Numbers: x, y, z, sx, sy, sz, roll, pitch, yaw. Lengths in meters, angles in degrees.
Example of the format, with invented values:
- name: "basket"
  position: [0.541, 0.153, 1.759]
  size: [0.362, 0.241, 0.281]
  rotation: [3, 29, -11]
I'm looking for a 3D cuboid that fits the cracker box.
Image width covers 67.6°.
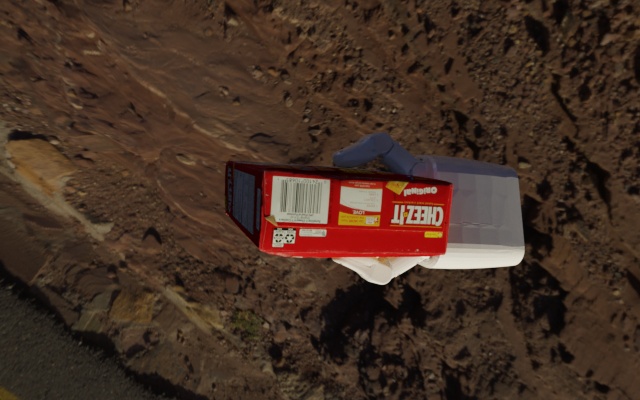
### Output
- name: "cracker box"
  position: [0.000, 0.001, 0.473]
  size: [0.164, 0.072, 0.213]
  rotation: [3, 5, -18]
